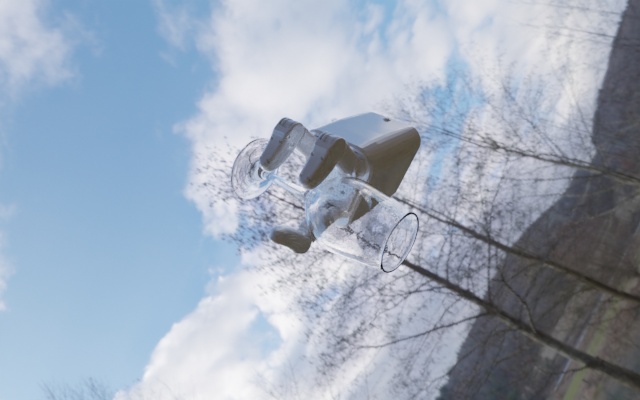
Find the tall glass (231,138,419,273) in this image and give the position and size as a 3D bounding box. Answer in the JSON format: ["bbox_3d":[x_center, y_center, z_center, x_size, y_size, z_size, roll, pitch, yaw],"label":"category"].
[{"bbox_3d":[-0.001,0.001,0.494,0.201,0.079,0.079,27,16,33],"label":"tall glass"}]
